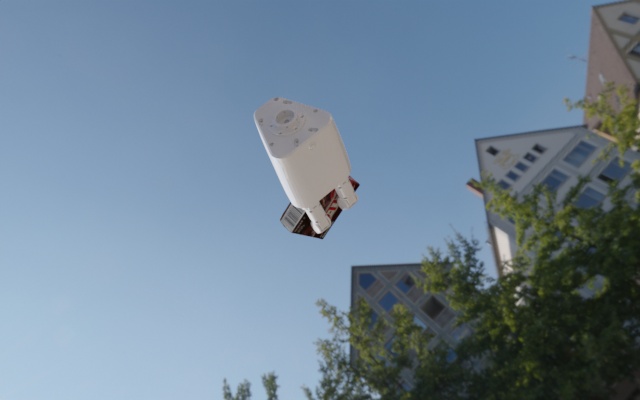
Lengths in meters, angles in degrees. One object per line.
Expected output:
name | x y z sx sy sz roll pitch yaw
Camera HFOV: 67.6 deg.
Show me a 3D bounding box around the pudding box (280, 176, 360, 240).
pudding box | 0.000 0.002 0.742 0.039 0.113 0.090 43 13 32
